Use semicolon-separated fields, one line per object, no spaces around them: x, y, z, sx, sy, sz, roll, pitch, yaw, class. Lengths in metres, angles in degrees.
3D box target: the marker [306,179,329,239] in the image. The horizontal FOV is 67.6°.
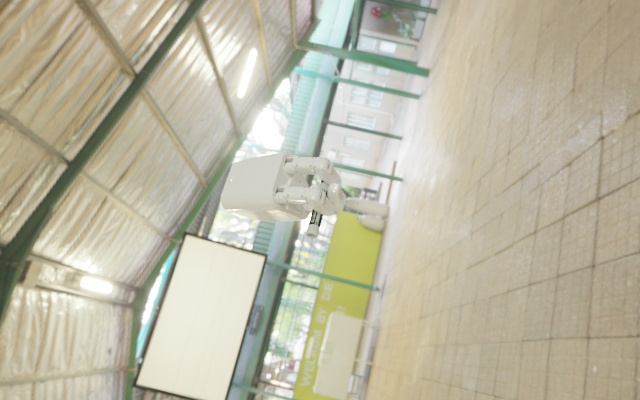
0.000;0.002;0.742;0.020;0.121;0.020;11;-30;6;marker
